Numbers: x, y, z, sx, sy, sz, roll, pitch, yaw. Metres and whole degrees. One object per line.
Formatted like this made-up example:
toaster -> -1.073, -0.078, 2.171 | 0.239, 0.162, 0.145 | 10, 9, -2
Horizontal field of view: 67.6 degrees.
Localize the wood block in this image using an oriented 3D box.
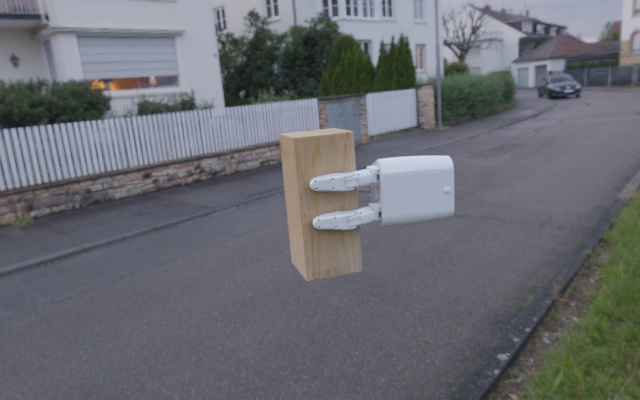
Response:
wood block -> 0.000, 0.002, 0.710 | 0.090, 0.206, 0.091 | -8, 14, -16
